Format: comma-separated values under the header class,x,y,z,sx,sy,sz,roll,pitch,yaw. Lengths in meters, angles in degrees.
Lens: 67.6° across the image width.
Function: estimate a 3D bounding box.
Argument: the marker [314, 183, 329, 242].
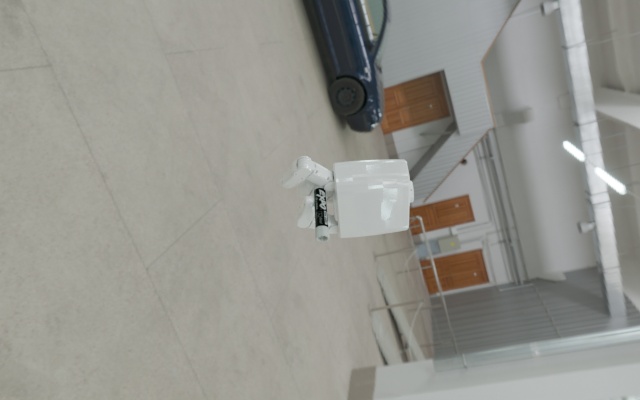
class,x,y,z,sx,sy,sz,roll,pitch,yaw
marker,0.000,0.002,0.670,0.020,0.121,0.020,-2,-36,-2
